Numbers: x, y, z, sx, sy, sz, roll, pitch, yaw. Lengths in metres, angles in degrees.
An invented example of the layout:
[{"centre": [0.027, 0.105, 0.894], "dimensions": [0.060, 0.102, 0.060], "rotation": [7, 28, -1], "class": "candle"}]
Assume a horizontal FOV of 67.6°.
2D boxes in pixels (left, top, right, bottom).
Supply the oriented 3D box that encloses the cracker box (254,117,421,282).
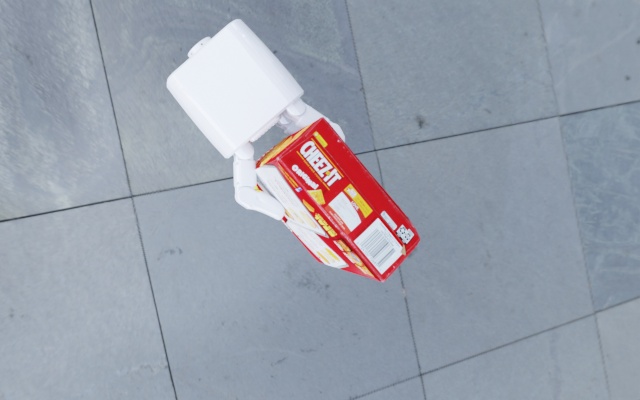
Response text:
[{"centre": [0.000, 0.002, 0.559], "dimensions": [0.072, 0.164, 0.213], "rotation": [-44, 11, -14], "class": "cracker box"}]
